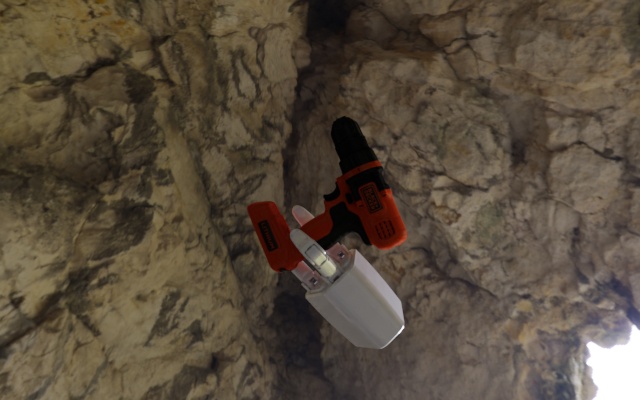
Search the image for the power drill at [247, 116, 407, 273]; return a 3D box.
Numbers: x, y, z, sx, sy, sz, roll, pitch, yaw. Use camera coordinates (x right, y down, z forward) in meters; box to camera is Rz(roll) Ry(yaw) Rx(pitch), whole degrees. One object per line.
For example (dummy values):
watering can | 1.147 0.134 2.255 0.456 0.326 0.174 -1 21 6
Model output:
power drill | 0.000 0.003 0.638 0.187 0.184 0.057 -25 -9 14
